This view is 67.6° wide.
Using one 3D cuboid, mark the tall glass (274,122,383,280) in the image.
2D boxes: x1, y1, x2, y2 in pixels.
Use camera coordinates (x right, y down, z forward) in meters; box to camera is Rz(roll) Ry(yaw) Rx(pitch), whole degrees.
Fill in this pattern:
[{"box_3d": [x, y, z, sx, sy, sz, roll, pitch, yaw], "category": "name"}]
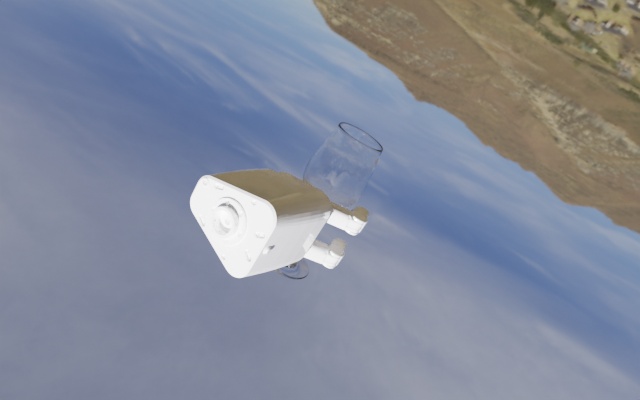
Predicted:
[{"box_3d": [0.000, 0.002, 0.606, 0.079, 0.201, 0.079, 27, 22, -12], "category": "tall glass"}]
